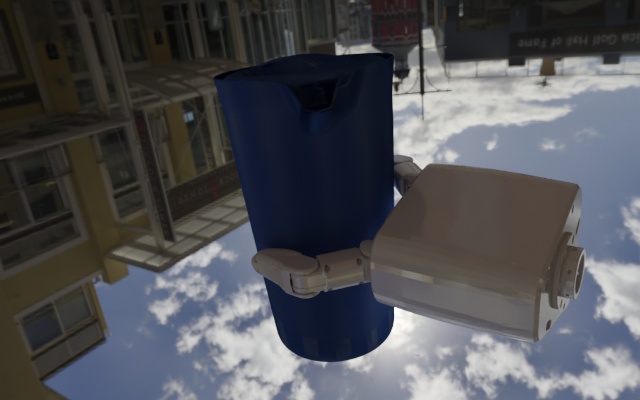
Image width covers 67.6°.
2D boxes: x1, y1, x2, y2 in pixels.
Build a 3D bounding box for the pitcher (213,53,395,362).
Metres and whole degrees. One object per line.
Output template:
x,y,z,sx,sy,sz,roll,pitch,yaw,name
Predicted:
0.000,0.001,0.405,0.145,0.243,0.149,10,27,36,pitcher
